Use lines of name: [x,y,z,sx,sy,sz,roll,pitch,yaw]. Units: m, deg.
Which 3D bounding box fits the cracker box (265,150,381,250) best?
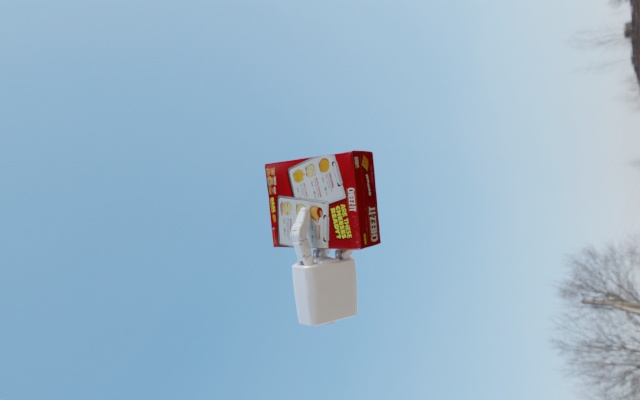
cracker box: [0.000,0.003,0.868,0.214,0.164,0.072,-4,3,41]
